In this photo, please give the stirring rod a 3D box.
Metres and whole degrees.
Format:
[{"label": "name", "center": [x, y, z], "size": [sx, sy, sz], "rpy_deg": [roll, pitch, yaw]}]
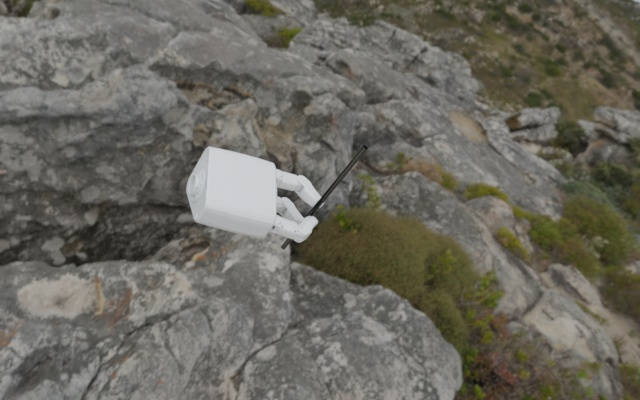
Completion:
[{"label": "stirring rod", "center": [0.000, 0.003, 0.739], "size": [0.011, 0.011, 0.240], "rpy_deg": [0, -40, -43]}]
